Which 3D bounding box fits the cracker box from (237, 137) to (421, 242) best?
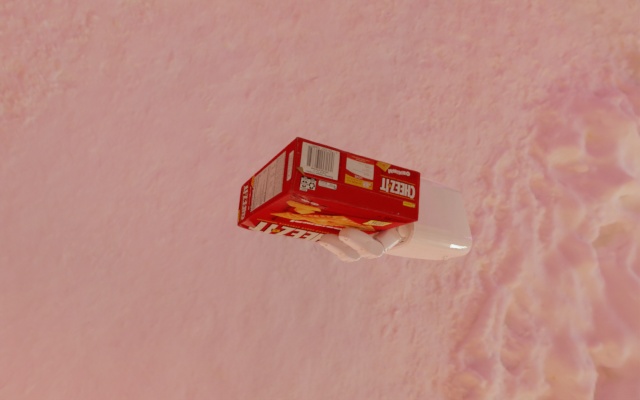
[{"bbox_3d":[0.000,0.002,0.621,0.164,0.072,0.214,13,-18,-22],"label":"cracker box"}]
